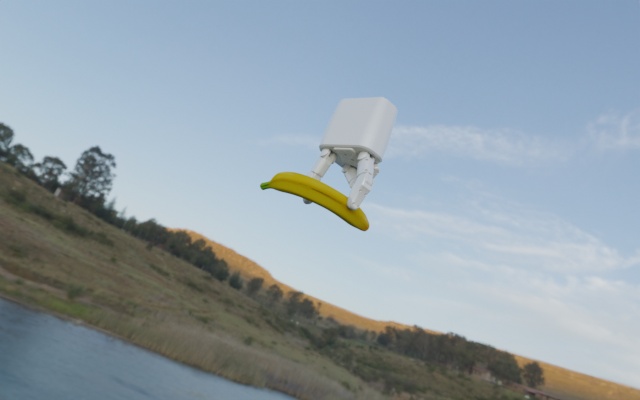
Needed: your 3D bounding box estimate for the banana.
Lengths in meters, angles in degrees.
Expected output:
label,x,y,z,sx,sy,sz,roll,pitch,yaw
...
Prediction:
label,x,y,z,sx,sy,sz,roll,pitch,yaw
banana,0.002,-0.003,0.779,0.198,0.037,0.070,24,-19,-8
